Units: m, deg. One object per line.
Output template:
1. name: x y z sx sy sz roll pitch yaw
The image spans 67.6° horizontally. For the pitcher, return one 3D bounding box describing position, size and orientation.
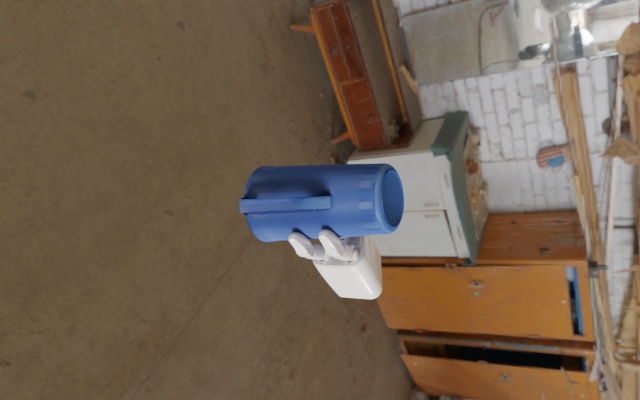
1. pitcher: 0.000 0.003 0.770 0.243 0.149 0.145 -3 -46 31
